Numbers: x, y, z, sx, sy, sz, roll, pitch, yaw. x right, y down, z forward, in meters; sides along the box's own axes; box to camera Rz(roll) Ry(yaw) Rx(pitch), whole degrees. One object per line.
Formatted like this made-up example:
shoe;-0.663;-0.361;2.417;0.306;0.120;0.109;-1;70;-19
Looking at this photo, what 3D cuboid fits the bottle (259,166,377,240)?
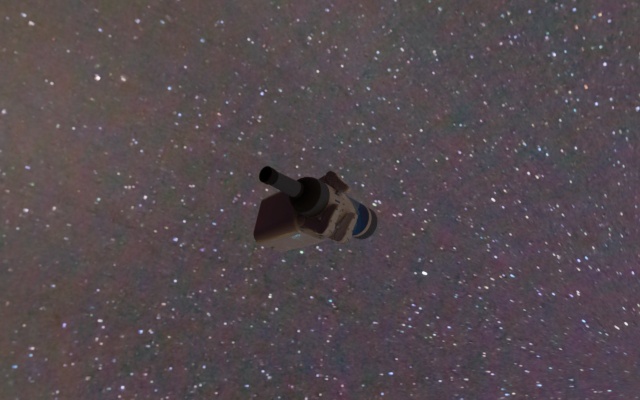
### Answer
bottle;0.000;0.003;0.856;0.069;0.069;0.296;0;-17;38
